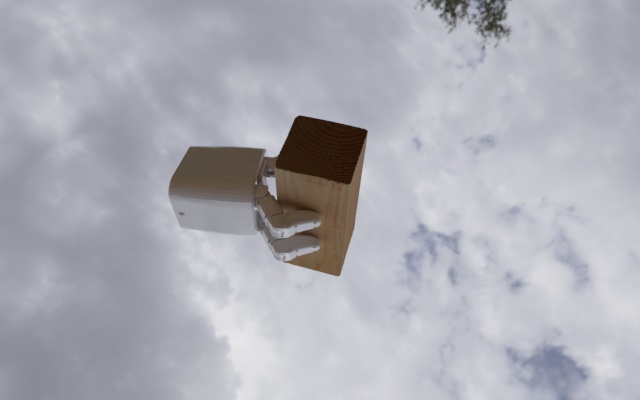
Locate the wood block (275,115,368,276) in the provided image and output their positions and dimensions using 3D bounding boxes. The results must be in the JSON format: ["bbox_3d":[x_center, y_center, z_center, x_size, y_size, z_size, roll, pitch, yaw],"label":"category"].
[{"bbox_3d":[0.000,0.002,0.621,0.090,0.090,0.206,13,-36,8],"label":"wood block"}]
